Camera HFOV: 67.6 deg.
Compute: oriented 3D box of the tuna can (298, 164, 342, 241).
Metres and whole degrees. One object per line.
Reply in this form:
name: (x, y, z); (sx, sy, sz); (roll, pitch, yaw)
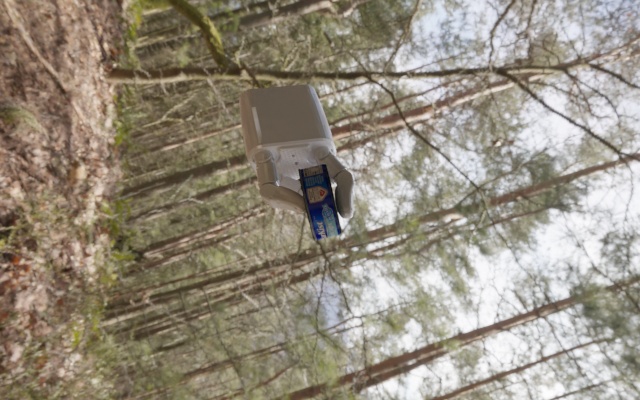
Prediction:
tuna can: (0.001, 0.002, 0.553); (0.034, 0.086, 0.086); (-13, 0, 1)
